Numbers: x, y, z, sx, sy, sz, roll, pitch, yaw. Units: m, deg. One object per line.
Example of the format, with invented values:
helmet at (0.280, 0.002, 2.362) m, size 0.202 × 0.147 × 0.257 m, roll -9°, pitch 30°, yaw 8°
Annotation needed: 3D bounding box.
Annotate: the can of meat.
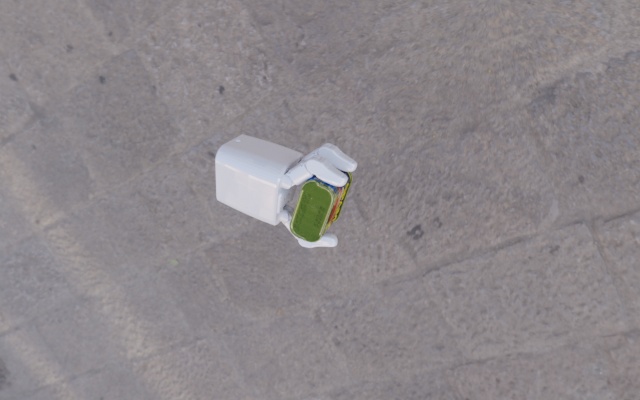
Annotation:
can of meat at (0.000, 0.003, 0.710) m, size 0.057 × 0.102 × 0.084 m, roll 24°, pitch 28°, yaw 10°
